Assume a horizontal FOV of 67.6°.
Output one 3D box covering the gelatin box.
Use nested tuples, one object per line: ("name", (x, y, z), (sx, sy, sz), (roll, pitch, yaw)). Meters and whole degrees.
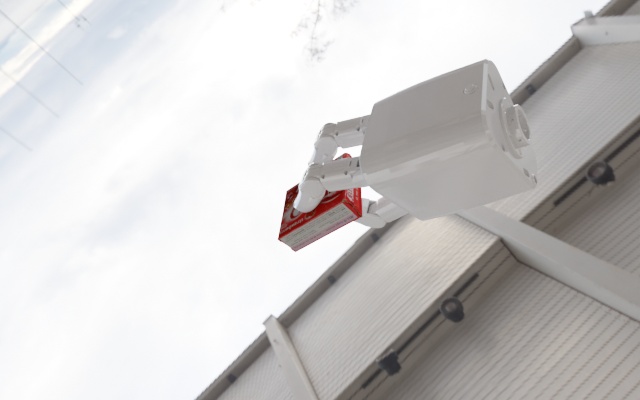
("gelatin box", (0.000, 0.002, 0.483), (0.089, 0.073, 0.030), (-31, -57, 29))
